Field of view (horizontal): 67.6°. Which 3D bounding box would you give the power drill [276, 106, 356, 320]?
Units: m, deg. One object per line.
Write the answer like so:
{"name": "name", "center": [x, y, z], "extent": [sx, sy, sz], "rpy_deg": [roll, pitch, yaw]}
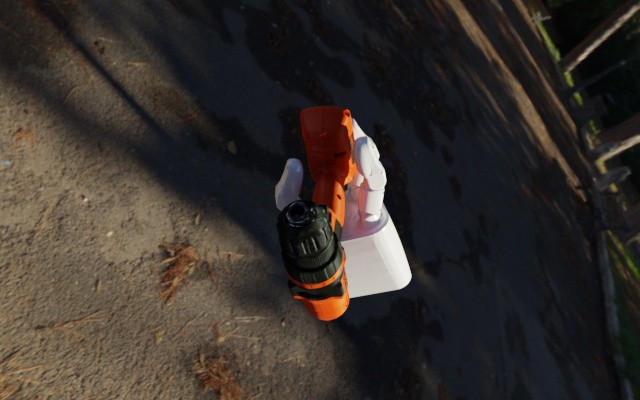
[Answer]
{"name": "power drill", "center": [0.000, 0.001, 0.460], "extent": [0.057, 0.187, 0.185], "rpy_deg": [2, -33, 8]}
